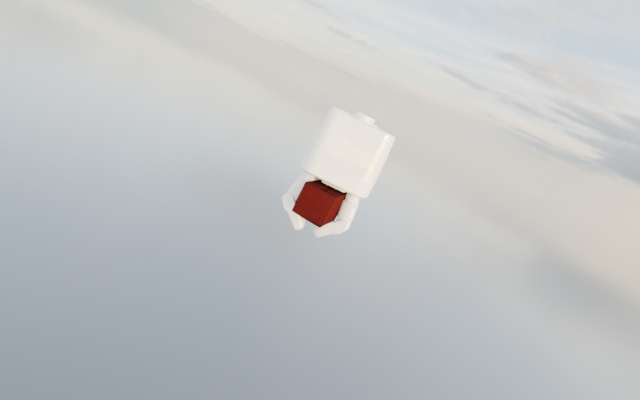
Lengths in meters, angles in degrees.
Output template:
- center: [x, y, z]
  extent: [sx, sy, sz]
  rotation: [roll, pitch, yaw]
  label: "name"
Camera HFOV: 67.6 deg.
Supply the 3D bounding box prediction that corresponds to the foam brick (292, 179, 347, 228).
- center: [0.000, 0.003, 0.733]
  extent: [0.053, 0.051, 0.078]
  rotation: [30, 13, 12]
  label: "foam brick"
